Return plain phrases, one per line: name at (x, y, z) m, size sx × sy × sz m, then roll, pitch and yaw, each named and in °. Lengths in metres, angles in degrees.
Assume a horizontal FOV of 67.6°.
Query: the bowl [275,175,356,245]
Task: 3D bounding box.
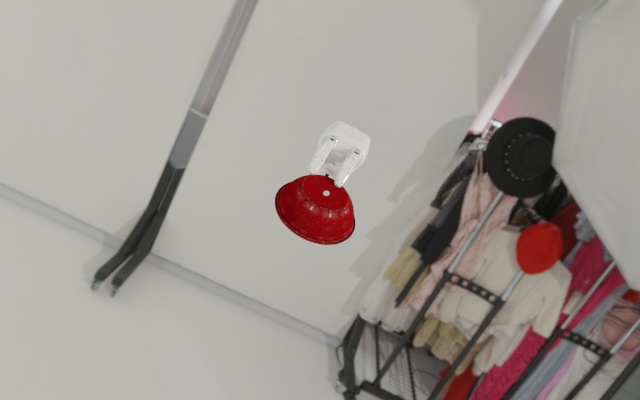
bowl at (0.000, 0.003, 0.877) m, size 0.162 × 0.162 × 0.055 m, roll 0°, pitch -42°, yaw -28°
